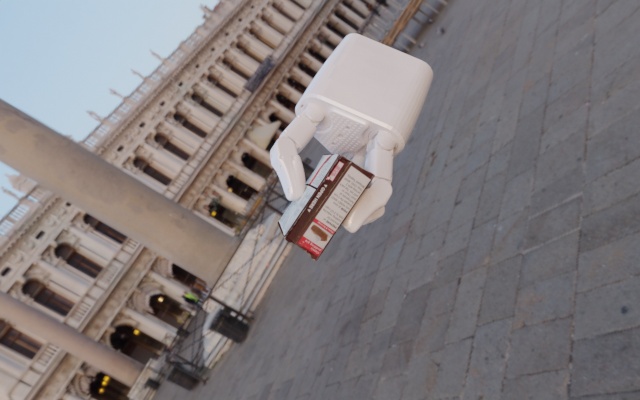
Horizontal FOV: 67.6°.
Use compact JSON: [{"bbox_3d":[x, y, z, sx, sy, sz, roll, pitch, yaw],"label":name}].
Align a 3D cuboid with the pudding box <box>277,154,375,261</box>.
[{"bbox_3d":[0.000,0.001,0.452,0.039,0.090,0.113,33,0,-7],"label":"pudding box"}]
